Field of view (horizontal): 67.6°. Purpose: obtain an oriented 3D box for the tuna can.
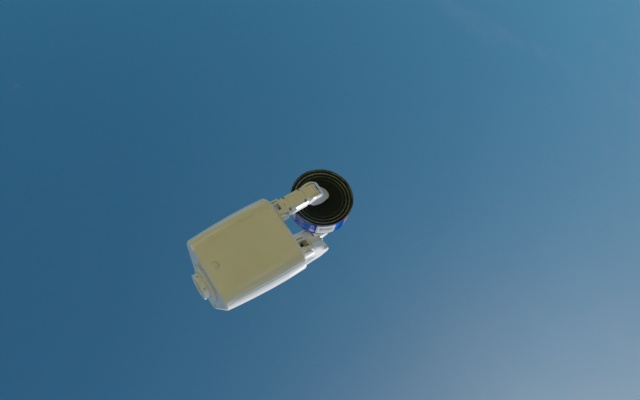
[{"bbox_3d":[0.000,0.002,0.656,0.086,0.086,0.034,0,-26,-9],"label":"tuna can"}]
